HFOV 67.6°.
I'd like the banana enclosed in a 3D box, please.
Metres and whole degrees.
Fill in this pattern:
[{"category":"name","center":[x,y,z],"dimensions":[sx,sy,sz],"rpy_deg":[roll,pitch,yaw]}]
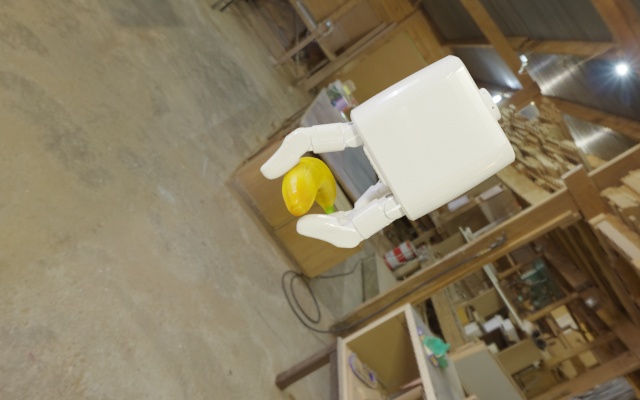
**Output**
[{"category":"banana","center":[-0.007,-0.015,0.512],"dimensions":[0.037,0.069,0.198],"rpy_deg":[-26,-9,10]}]
